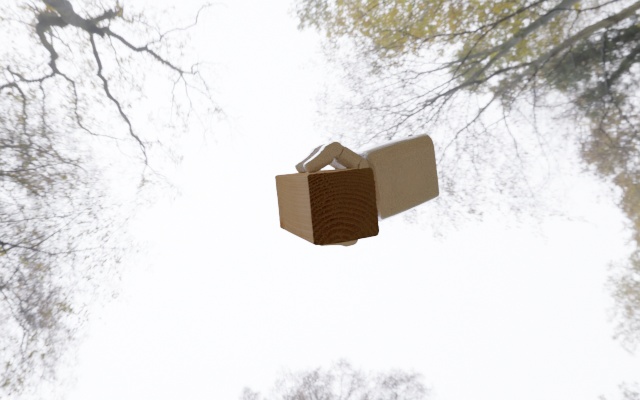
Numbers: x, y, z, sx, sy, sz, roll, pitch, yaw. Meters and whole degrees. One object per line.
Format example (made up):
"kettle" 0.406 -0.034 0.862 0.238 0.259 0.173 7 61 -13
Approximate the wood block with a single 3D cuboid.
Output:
"wood block" 0.000 0.003 0.690 0.090 0.091 0.206 -8 5 -16
